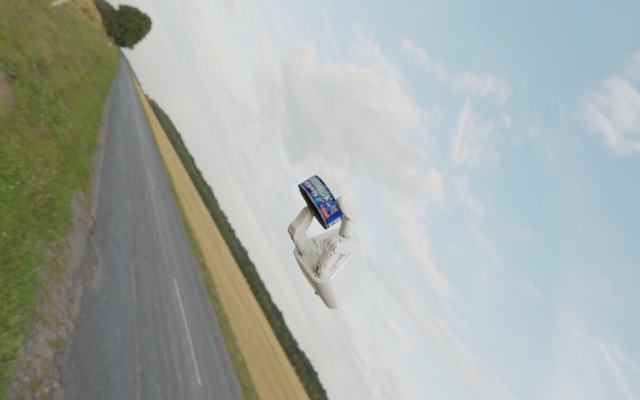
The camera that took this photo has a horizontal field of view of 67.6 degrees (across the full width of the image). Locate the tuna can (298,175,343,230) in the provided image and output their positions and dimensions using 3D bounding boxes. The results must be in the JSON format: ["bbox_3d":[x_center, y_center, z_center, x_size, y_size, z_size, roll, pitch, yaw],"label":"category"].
[{"bbox_3d":[0.001,0.002,0.762,0.034,0.086,0.086,-32,5,-8],"label":"tuna can"}]
